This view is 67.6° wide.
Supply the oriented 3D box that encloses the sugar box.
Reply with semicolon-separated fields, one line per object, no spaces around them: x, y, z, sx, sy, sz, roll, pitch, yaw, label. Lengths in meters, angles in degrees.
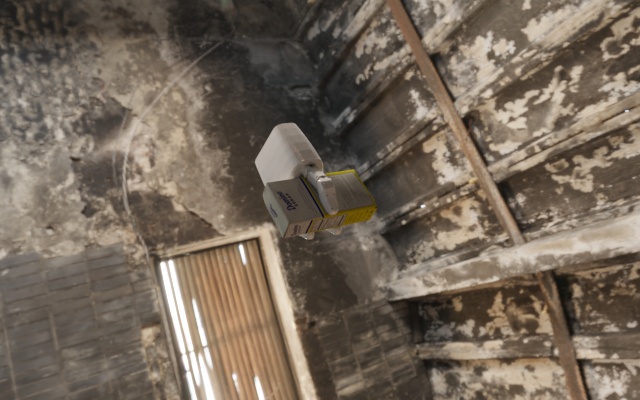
0.000;0.003;0.807;0.176;0.093;0.048;-11;-36;-29;sugar box
